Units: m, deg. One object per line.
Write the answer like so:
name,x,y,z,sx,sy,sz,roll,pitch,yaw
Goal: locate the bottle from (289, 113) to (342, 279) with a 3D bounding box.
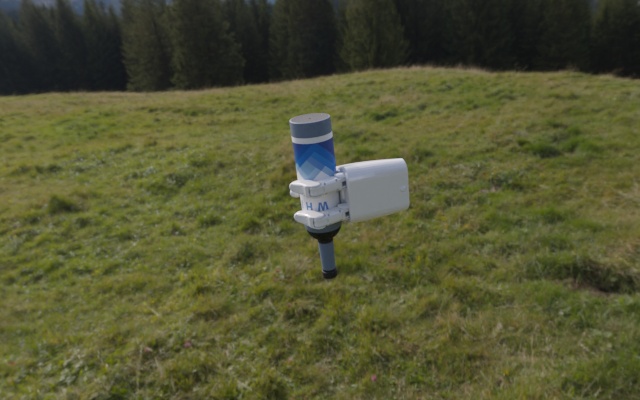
bottle,0.000,0.002,0.822,0.069,0.296,0.069,-6,22,3
